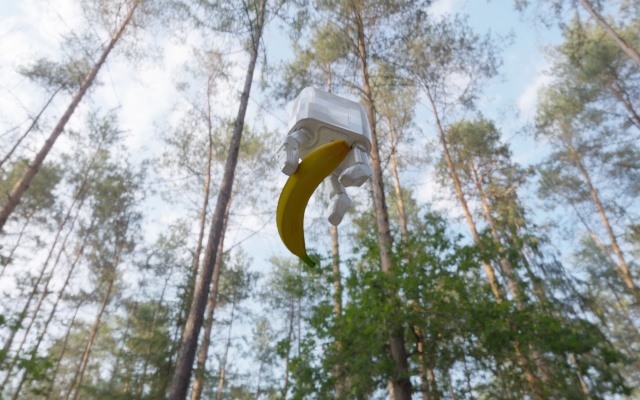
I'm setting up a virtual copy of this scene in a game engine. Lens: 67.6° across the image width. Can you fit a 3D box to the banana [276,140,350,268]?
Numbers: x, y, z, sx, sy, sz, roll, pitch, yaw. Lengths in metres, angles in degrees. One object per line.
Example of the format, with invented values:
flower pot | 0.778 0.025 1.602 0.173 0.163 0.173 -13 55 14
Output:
banana | -0.019 0.000 0.608 0.069 0.198 0.037 13 36 -3
